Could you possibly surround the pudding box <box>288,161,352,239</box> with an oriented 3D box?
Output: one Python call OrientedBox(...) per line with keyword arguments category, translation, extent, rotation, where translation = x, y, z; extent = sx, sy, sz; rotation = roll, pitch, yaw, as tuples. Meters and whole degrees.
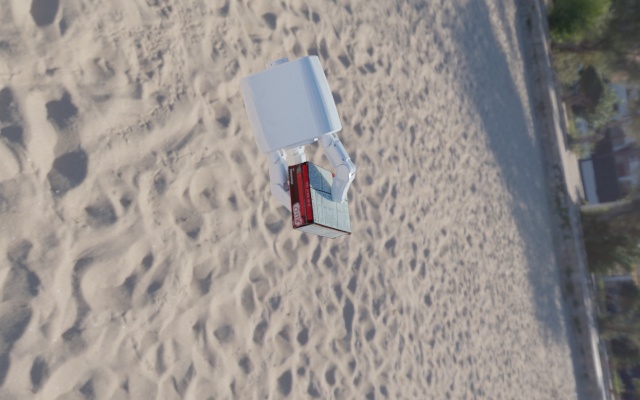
OrientedBox(category="pudding box", translation=(0.000, 0.002, 0.678), extent=(0.039, 0.090, 0.113), rotation=(-14, -18, 30))
